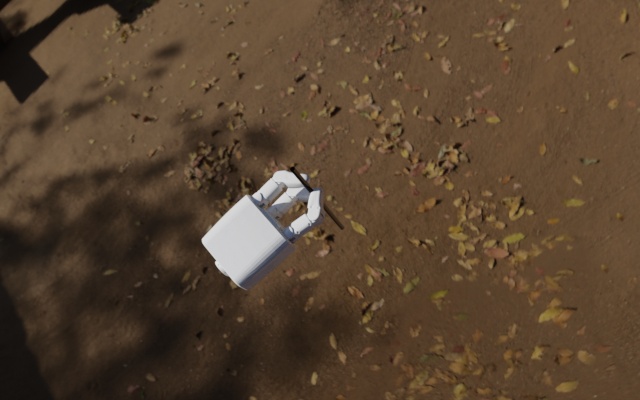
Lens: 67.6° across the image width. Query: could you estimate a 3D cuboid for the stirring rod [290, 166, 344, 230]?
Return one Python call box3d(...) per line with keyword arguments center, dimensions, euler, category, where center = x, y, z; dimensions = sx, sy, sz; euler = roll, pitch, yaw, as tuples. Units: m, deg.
box3d(center=(0.000, 0.003, 0.805), dimensions=(0.011, 0.011, 0.240), euler=(0, -24, 22), category="stirring rod")
